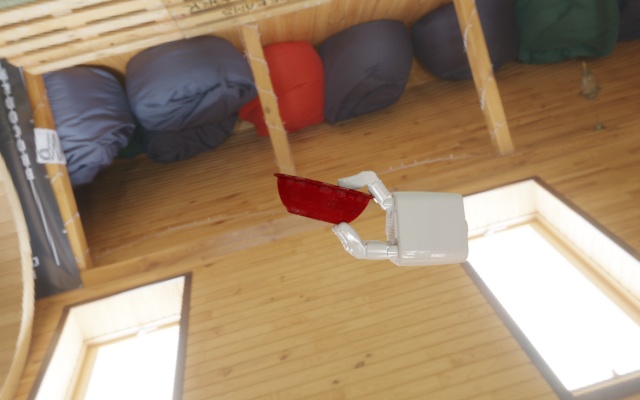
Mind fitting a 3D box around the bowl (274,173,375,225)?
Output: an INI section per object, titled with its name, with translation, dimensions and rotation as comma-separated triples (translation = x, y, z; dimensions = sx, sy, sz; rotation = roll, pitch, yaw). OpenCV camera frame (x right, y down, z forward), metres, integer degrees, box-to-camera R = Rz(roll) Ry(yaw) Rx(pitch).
[bowl]
translation = -0.001, 0.003, 0.738
dimensions = 0.162, 0.055, 0.162
rotation = 14, -1, 0
